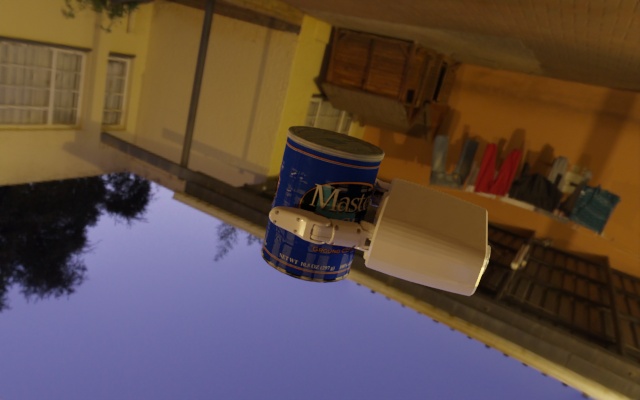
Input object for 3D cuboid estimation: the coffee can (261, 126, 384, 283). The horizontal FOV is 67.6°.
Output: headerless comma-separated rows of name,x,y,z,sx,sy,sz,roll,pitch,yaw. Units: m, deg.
coffee can,0.000,0.002,0.513,0.103,0.140,0.102,13,17,-4
